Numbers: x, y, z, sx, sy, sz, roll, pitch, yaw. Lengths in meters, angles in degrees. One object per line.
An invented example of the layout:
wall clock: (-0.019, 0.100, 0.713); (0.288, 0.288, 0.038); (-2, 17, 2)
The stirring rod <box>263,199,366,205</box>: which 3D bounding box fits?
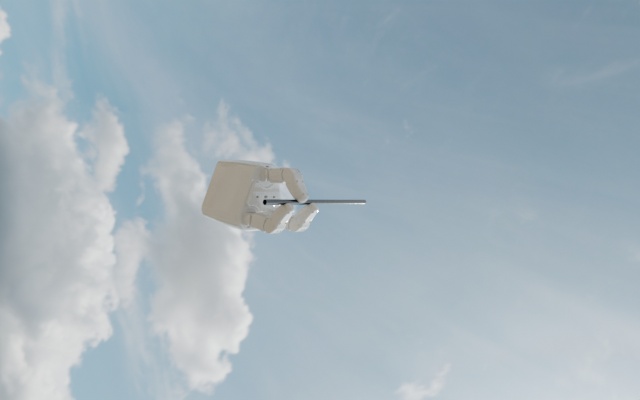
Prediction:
stirring rod: (0.000, 0.002, 0.759); (0.011, 0.011, 0.239); (0, 0, 41)
